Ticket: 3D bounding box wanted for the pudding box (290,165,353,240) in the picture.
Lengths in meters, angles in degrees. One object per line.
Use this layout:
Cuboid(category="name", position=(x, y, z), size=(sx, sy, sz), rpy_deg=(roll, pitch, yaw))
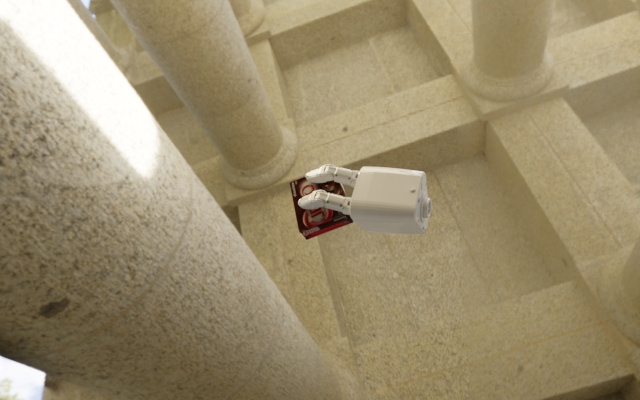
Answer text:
Cuboid(category="pudding box", position=(0.000, 0.003, 0.830), size=(0.090, 0.113, 0.039), rpy_deg=(-21, -40, 9))
